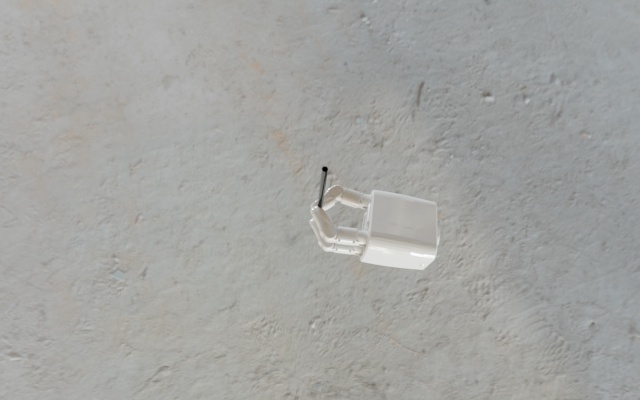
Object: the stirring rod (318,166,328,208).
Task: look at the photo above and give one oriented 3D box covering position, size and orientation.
[{"bbox_3d":[0.000,0.002,0.720,0.011,0.011,0.240,0,-21,-3],"label":"stirring rod"}]
